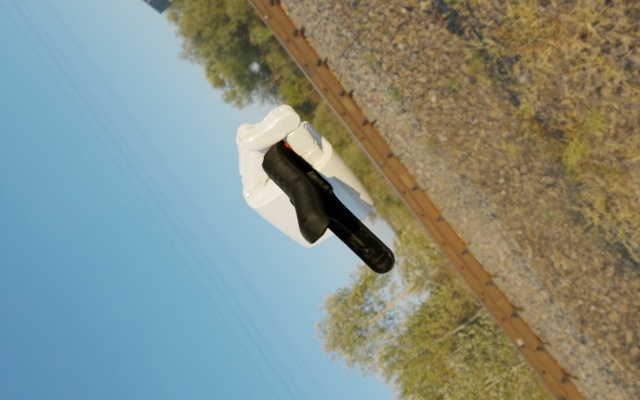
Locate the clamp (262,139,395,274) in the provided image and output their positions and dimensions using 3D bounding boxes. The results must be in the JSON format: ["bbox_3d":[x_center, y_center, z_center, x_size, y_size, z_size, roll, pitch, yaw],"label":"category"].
[{"bbox_3d":[0.000,0.002,0.442,0.120,0.039,0.171,40,12,-41],"label":"clamp"}]
